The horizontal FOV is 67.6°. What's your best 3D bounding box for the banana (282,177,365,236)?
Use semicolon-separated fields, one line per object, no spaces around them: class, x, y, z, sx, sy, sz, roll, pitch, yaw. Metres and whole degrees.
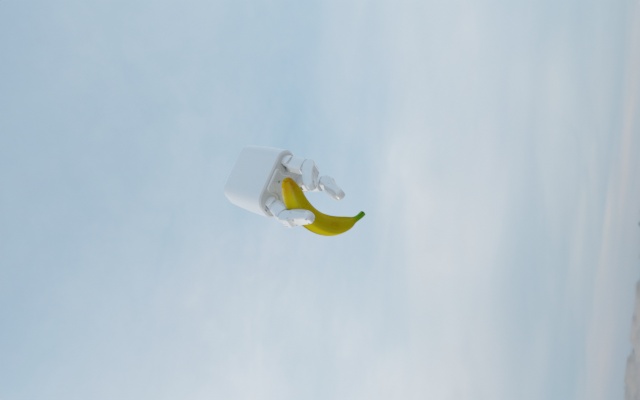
banana;-0.005;0.021;0.808;0.198;0.069;0.037;23;0;-44
